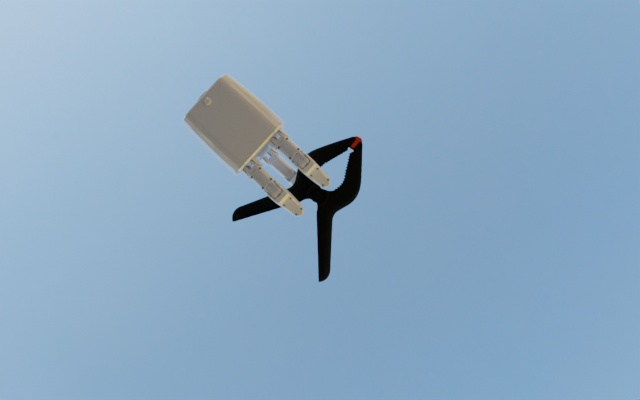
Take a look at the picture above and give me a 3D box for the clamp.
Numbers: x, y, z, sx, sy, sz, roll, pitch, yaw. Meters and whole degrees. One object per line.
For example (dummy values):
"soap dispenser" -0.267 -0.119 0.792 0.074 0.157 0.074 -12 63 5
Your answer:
"clamp" 0.000 0.002 0.688 0.164 0.210 0.036 43 1 -6
